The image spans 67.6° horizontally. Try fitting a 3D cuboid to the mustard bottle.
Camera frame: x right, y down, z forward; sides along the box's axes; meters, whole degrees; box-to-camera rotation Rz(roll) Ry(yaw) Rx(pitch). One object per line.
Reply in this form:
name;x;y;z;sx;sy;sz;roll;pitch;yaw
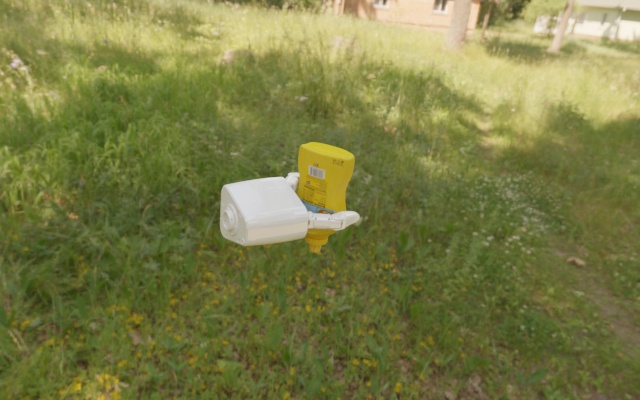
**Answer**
mustard bottle;0.000;0.002;0.823;0.096;0.192;0.058;20;25;28
